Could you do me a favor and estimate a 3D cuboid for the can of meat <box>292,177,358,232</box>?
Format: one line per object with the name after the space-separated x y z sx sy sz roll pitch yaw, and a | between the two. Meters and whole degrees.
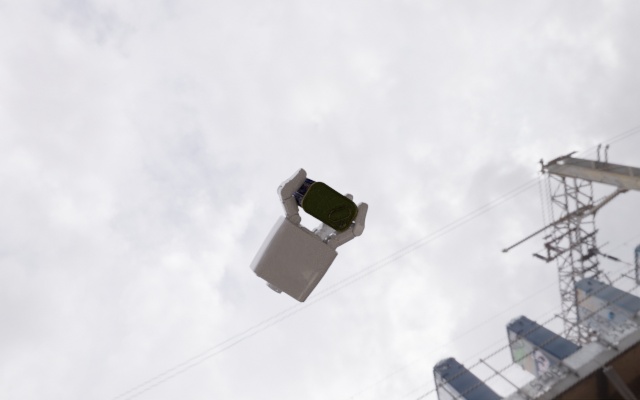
0.000 0.003 0.818 0.102 0.057 0.084 31 -2 -27 | can of meat
